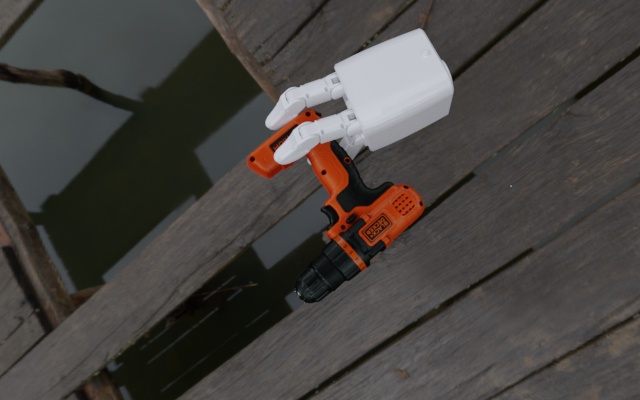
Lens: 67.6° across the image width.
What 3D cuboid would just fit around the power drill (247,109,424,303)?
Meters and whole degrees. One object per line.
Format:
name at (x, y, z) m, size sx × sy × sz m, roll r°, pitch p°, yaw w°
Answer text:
power drill at (0.000, 0.001, 0.565) m, size 0.184 × 0.187 × 0.057 m, roll -40°, pitch -5°, yaw -7°
